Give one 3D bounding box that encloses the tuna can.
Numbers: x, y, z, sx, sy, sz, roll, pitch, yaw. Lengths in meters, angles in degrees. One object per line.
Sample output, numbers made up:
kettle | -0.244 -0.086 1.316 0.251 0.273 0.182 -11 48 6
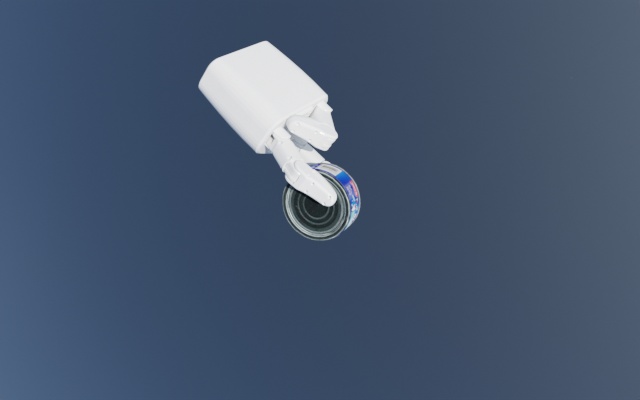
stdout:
tuna can | 0.000 0.002 0.546 0.086 0.086 0.033 0 17 24
